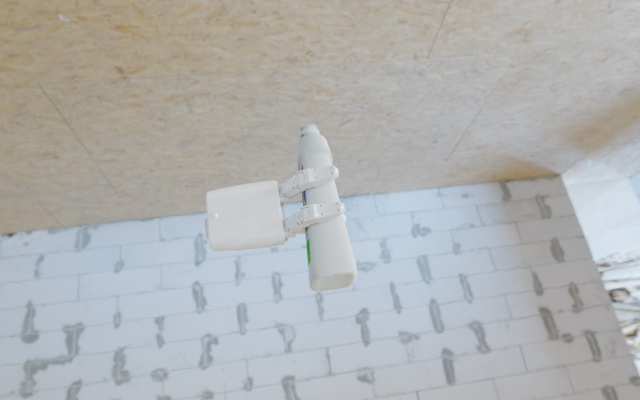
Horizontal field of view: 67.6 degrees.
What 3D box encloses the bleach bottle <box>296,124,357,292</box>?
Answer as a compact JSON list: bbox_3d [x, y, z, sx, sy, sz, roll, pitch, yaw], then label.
[{"bbox_3d":[0.000,0.002,0.722,0.068,0.250,0.103,-7,-23,-5],"label":"bleach bottle"}]
